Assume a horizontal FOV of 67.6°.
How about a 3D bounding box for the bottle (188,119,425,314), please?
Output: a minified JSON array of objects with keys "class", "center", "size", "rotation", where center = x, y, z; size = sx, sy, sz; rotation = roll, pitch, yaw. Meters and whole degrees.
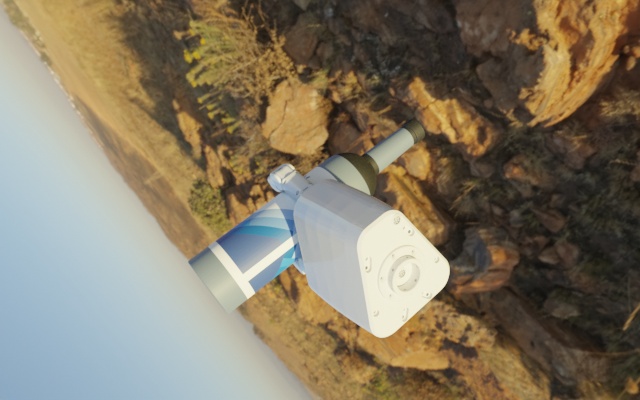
[{"class":"bottle","center":[0.000,0.002,0.516],"size":[0.295,0.069,0.069],"rotation":[-37,12,-16]}]
